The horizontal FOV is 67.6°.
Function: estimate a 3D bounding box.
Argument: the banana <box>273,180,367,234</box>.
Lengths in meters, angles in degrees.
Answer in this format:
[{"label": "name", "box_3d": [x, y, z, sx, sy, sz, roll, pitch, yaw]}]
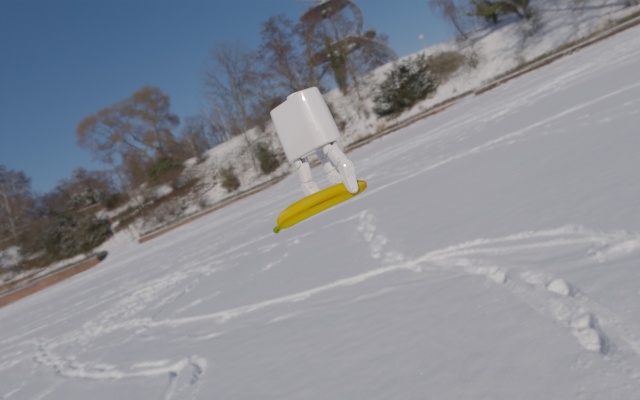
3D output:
[{"label": "banana", "box_3d": [-0.002, 0.003, 0.871, 0.198, 0.037, 0.069, -25, -2, -5]}]
